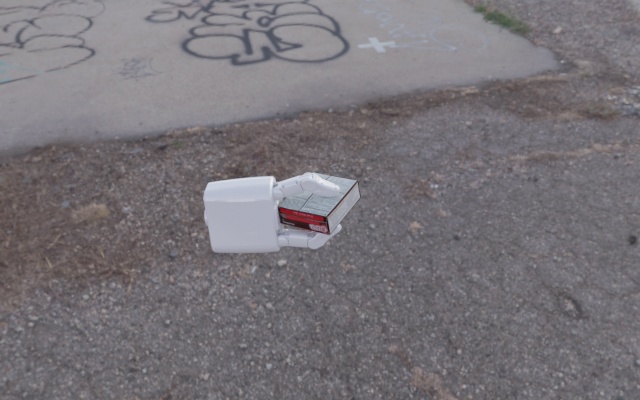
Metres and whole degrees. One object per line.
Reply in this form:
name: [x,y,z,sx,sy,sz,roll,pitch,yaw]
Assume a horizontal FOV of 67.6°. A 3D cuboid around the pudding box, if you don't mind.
pudding box: [0.000,0.002,0.753,0.090,0.039,0.113,12,40,28]
